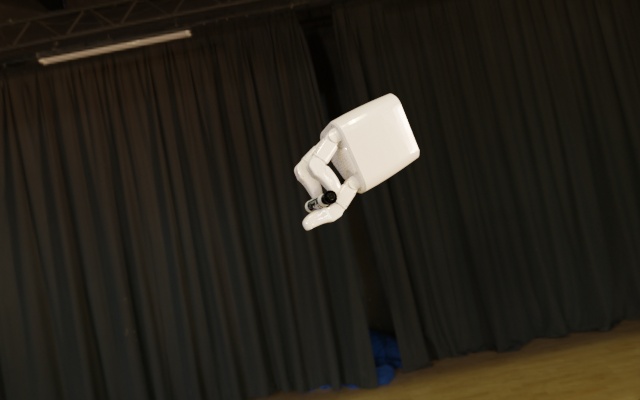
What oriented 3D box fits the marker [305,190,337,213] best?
[{"bbox_3d":[0.000,0.002,0.670,0.020,0.020,0.121,0,-7,-14],"label":"marker"}]
